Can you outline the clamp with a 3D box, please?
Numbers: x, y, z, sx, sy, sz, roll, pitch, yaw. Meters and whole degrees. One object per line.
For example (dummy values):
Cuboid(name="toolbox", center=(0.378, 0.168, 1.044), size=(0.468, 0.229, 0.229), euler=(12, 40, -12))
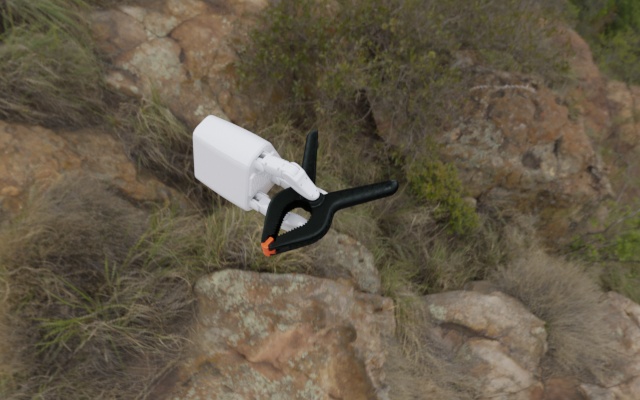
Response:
Cuboid(name="clamp", center=(0.000, 0.002, 0.677), size=(0.164, 0.210, 0.036), euler=(28, -26, 19))
